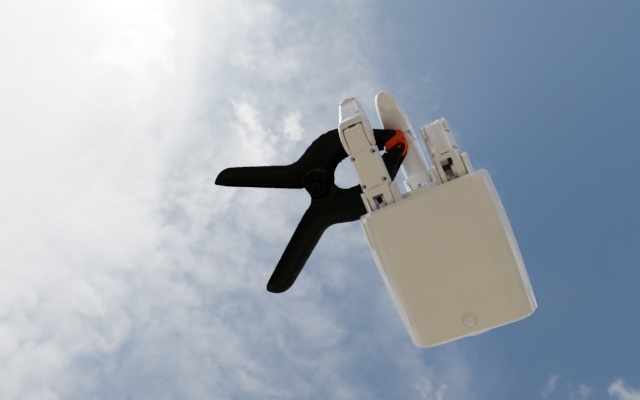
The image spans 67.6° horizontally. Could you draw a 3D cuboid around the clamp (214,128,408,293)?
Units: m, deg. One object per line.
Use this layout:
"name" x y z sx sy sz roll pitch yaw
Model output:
"clamp" 0.000 0.001 0.405 0.171 0.120 0.039 -22 -4 15
